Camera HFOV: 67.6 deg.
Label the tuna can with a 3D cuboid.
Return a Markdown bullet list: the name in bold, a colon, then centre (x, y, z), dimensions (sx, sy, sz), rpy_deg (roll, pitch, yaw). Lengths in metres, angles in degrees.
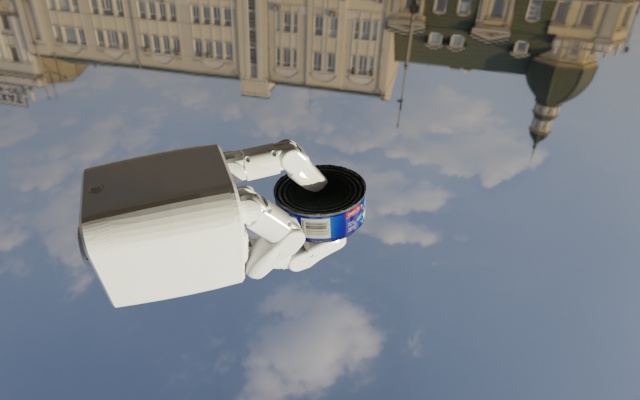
- **tuna can**: centre (0.000, 0.002, 0.448), dimensions (0.086, 0.034, 0.086), rpy_deg (-2, 34, 1)
